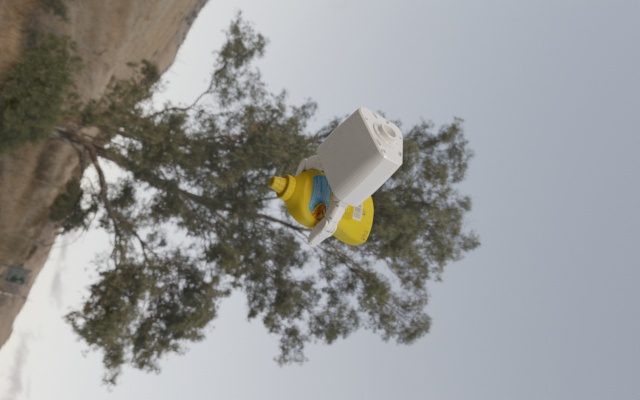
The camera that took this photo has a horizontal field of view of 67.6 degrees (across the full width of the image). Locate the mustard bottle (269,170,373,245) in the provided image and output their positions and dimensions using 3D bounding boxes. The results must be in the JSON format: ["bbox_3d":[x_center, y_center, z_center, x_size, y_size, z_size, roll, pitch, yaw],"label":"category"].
[{"bbox_3d":[0.000,0.003,0.795,0.192,0.096,0.058,23,-25,-30],"label":"mustard bottle"}]
